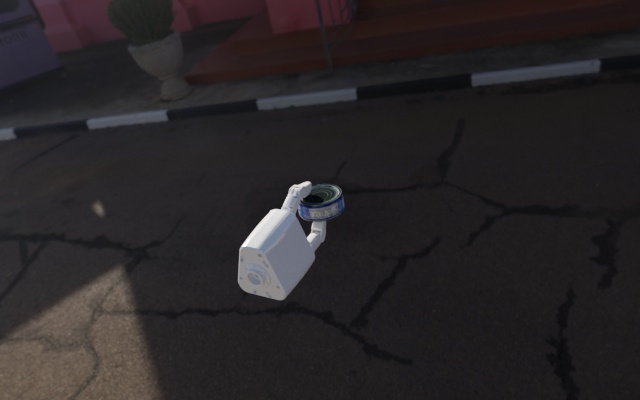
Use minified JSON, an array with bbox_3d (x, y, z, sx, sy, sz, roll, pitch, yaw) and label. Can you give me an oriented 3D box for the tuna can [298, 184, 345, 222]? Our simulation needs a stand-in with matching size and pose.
[{"bbox_3d":[0.000,0.002,0.873,0.086,0.034,0.086,-8,28,4],"label":"tuna can"}]
